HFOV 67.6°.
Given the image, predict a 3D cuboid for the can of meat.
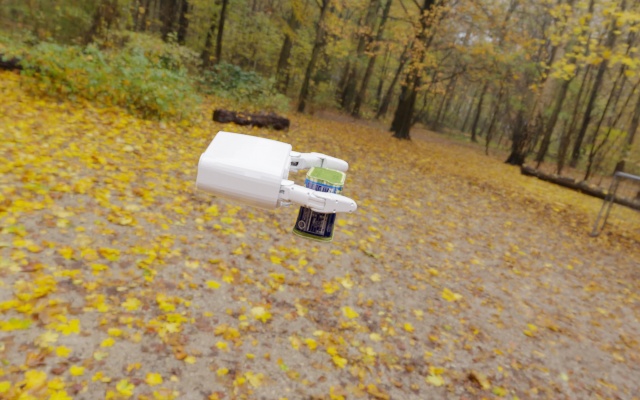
[{"bbox_3d":[0.000,0.002,0.670,0.057,0.084,0.102,13,14,2],"label":"can of meat"}]
